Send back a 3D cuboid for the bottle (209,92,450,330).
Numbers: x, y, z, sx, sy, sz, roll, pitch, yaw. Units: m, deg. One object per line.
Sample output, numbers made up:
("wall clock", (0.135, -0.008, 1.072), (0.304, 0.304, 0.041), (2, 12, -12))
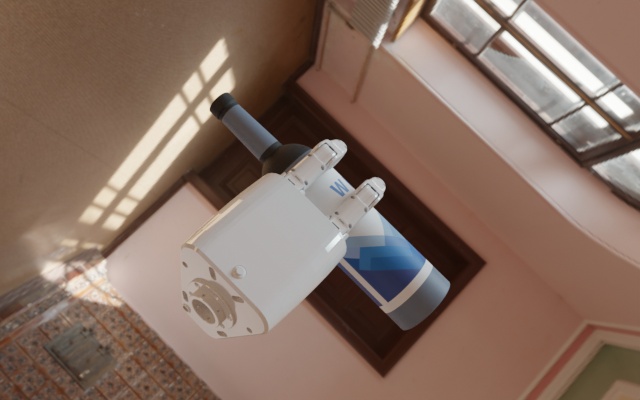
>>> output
("bottle", (0.000, 0.002, 0.482), (0.295, 0.069, 0.069), (45, -3, 3))
